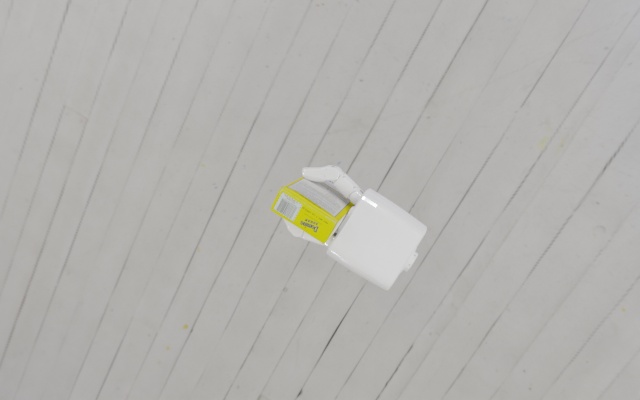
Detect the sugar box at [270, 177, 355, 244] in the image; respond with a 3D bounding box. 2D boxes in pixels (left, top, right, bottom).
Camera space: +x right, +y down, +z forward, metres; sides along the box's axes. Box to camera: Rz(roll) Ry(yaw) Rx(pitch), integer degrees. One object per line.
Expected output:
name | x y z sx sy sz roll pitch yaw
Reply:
sugar box | 0.000 0.003 0.729 0.093 0.048 0.176 33 16 8
